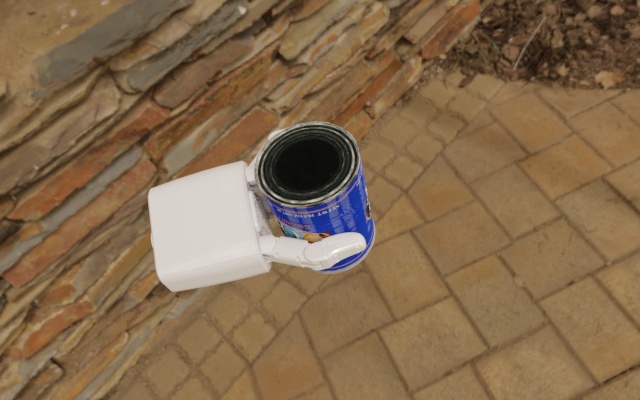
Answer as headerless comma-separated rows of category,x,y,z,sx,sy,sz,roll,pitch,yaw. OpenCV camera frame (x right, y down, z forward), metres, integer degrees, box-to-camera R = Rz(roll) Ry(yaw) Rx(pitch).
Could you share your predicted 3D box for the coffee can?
coffee can,0.000,0.002,0.505,0.103,0.102,0.140,0,-33,13
